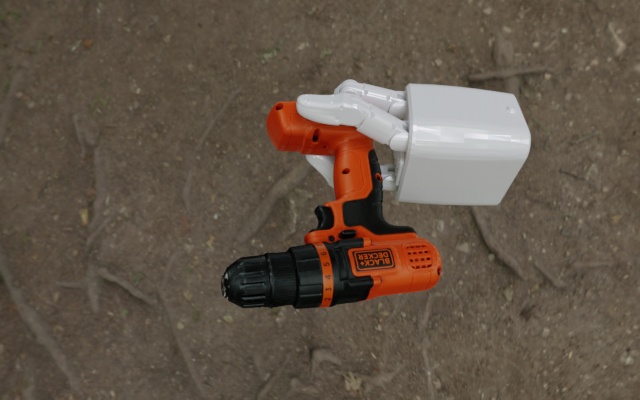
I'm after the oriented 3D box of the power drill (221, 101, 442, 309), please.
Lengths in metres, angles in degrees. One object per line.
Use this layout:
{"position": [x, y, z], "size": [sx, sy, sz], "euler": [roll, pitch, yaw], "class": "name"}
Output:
{"position": [0.000, 0.001, 0.423], "size": [0.184, 0.187, 0.057], "euler": [-2, -26, -18], "class": "power drill"}
